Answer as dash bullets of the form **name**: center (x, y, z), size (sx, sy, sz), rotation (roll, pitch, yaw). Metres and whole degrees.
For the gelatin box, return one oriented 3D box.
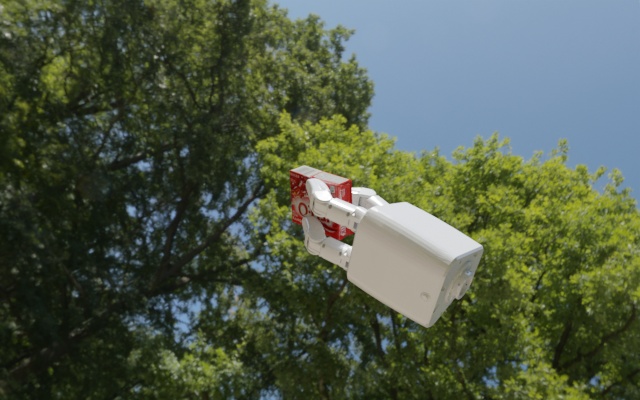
- **gelatin box**: center (0.000, 0.002, 0.603), size (0.030, 0.073, 0.089), rotation (-22, 30, -39)
